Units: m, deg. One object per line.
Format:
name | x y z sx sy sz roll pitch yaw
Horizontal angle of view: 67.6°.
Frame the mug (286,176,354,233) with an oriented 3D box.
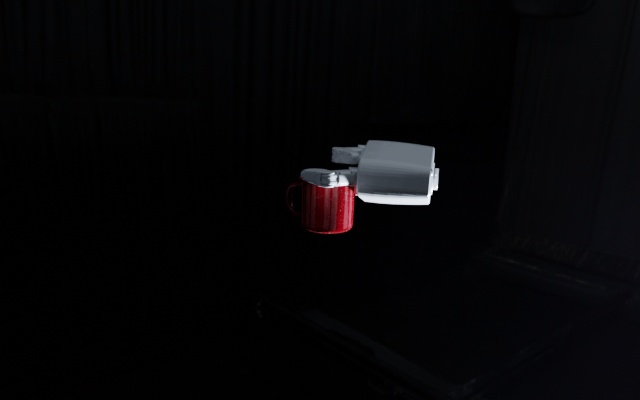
mug | -0.001 0.003 0.759 0.117 0.081 0.093 5 13 16
